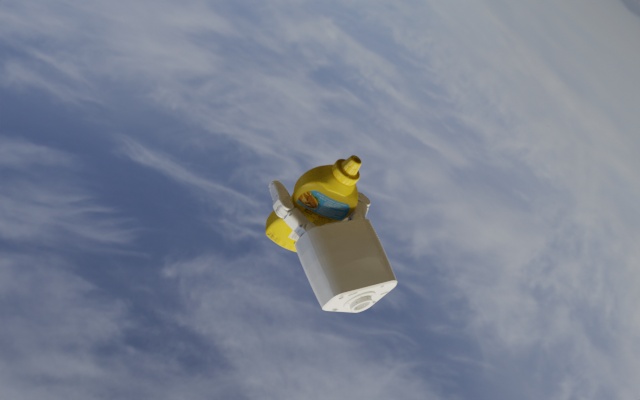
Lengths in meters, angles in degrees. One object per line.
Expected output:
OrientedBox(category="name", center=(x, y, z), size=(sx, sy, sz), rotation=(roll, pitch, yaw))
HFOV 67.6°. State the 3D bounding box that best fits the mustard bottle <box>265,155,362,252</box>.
OrientedBox(category="mustard bottle", center=(0.000, 0.002, 0.715), size=(0.096, 0.058, 0.192), rotation=(24, -50, -21))
